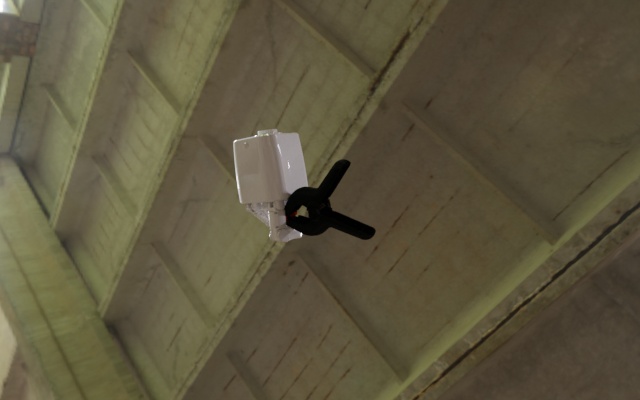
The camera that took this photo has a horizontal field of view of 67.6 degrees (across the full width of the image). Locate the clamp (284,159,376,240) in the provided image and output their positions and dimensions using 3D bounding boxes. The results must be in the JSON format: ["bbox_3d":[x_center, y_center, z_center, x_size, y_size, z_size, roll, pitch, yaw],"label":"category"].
[{"bbox_3d":[0.000,0.002,0.725,0.171,0.120,0.039,-4,10,39],"label":"clamp"}]
